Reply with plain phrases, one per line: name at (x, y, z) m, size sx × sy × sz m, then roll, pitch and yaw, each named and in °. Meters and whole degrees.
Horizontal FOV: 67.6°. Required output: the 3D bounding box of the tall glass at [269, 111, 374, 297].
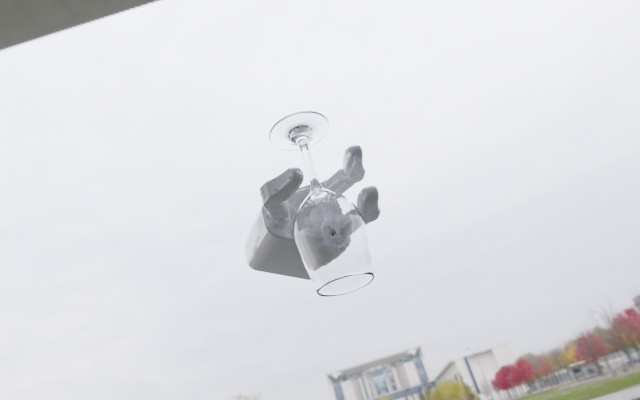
tall glass at (0.000, 0.001, 0.532) m, size 0.079 × 0.201 × 0.079 m, roll -13°, pitch -27°, yaw -7°
